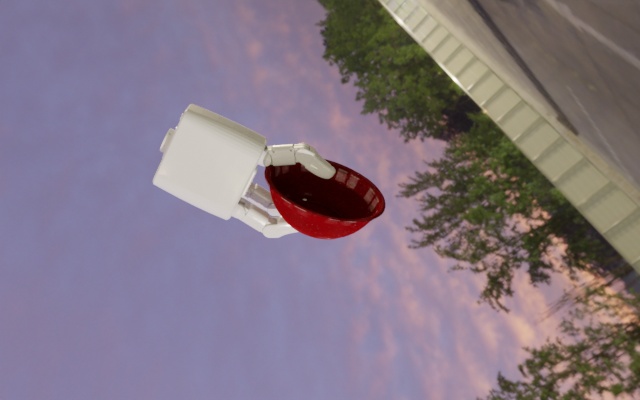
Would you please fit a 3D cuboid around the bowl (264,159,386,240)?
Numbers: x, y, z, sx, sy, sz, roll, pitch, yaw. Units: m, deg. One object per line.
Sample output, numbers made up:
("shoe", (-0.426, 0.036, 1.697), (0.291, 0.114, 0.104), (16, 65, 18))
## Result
("bowl", (0.001, 0.003, 0.623), (0.162, 0.055, 0.162), (14, 28, -8))
